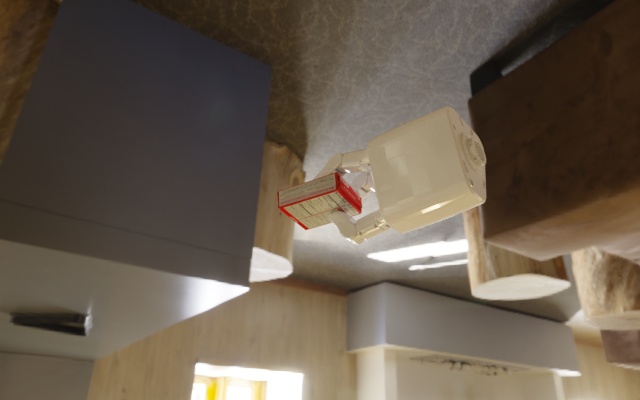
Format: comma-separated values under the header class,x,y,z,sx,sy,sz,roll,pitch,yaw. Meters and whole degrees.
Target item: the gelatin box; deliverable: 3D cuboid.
class,x,y,z,sx,sy,sz,roll,pitch,yaw
gelatin box,0.000,0.003,0.621,0.089,0.030,0.073,-18,-33,22
